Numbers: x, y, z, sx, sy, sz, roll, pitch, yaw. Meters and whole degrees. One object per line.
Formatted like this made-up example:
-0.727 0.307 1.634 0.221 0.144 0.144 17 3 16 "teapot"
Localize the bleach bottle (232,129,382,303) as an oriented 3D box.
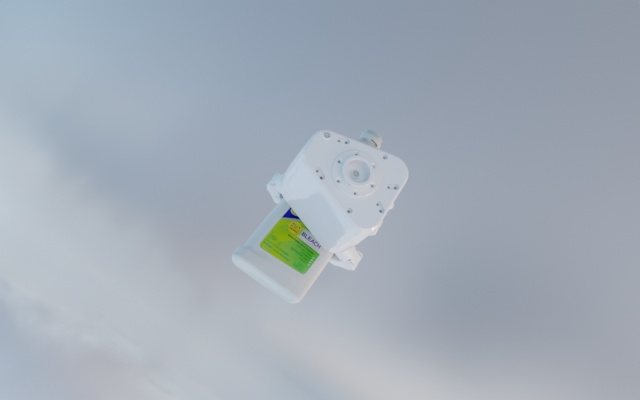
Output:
0.000 0.002 0.618 0.102 0.250 0.068 35 -21 -2 "bleach bottle"
